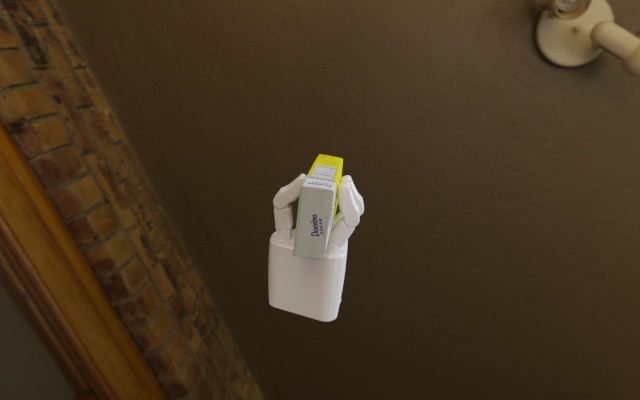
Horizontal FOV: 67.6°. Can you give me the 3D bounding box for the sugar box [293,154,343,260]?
[{"bbox_3d":[0.001,0.002,0.648,0.048,0.093,0.176,8,19,1],"label":"sugar box"}]
